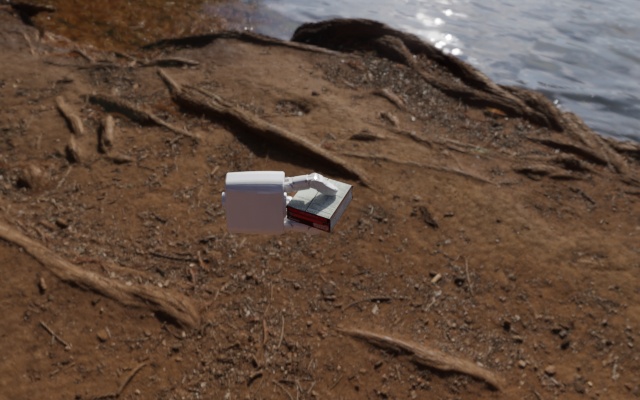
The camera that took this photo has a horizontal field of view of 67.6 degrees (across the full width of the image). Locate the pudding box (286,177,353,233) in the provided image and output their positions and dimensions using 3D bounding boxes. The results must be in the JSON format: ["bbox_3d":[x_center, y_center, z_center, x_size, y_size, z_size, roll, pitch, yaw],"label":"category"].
[{"bbox_3d":[0.000,0.003,0.896,0.090,0.039,0.113,18,45,18],"label":"pudding box"}]
